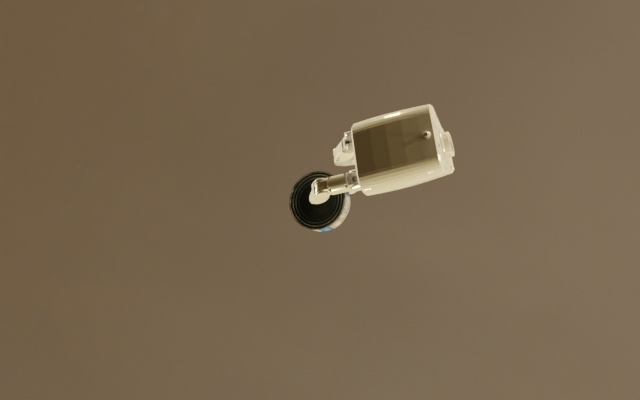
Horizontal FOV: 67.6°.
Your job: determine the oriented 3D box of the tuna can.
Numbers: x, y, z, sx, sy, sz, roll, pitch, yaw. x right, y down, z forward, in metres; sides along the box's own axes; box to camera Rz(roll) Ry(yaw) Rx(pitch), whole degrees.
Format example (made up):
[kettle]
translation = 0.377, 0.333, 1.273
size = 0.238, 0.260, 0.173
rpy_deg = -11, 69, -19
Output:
[tuna can]
translation = 0.000, 0.002, 0.694
size = 0.086, 0.086, 0.034
rpy_deg = 0, -11, 23
